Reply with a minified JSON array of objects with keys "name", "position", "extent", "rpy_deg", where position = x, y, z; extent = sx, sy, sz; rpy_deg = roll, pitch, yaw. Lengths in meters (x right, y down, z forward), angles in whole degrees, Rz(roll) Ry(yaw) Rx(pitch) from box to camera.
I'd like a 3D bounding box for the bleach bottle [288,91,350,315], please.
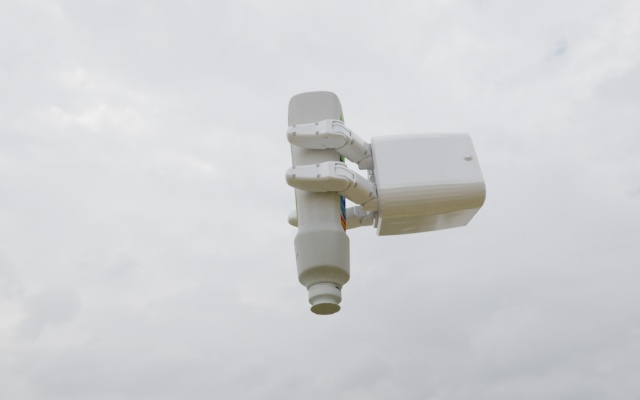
[{"name":"bleach bottle","position":[0.000,0.002,0.511],"extent":[0.068,0.250,0.103],"rpy_deg":[-5,-35,3]}]
